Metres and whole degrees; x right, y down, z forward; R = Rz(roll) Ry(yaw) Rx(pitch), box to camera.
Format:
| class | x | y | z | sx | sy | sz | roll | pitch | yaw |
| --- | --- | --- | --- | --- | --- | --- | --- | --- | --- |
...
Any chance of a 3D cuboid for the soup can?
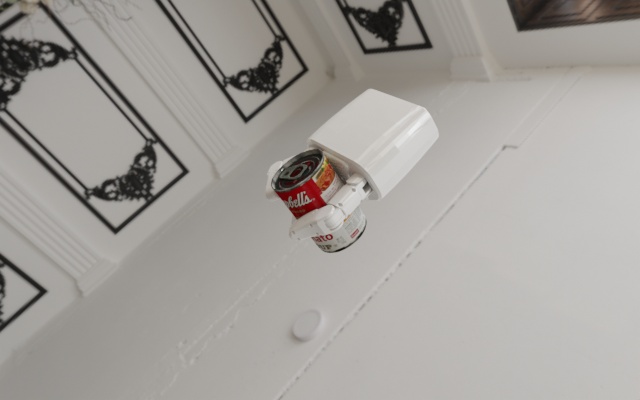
| class | x | y | z | sx | sy | sz | roll | pitch | yaw |
| --- | --- | --- | --- | --- | --- | --- | --- | --- | --- |
| soup can | 0.000 | 0.002 | 0.541 | 0.068 | 0.102 | 0.068 | -26 | 30 | 17 |
